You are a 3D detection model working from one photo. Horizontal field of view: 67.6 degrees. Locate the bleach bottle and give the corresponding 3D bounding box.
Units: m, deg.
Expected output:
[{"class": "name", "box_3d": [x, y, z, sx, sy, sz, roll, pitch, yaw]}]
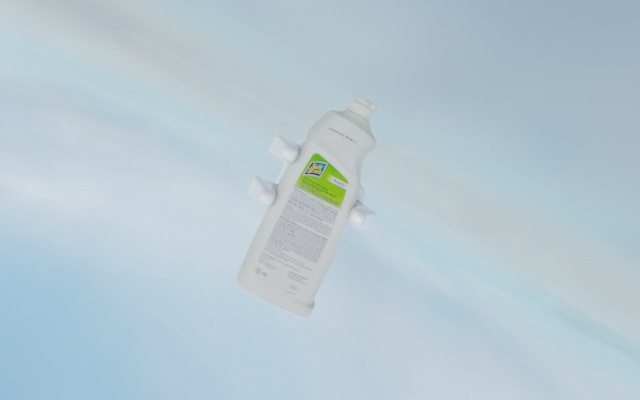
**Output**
[{"class": "bleach bottle", "box_3d": [0.000, 0.002, 0.549, 0.102, 0.251, 0.068, 27, 8, -9]}]
